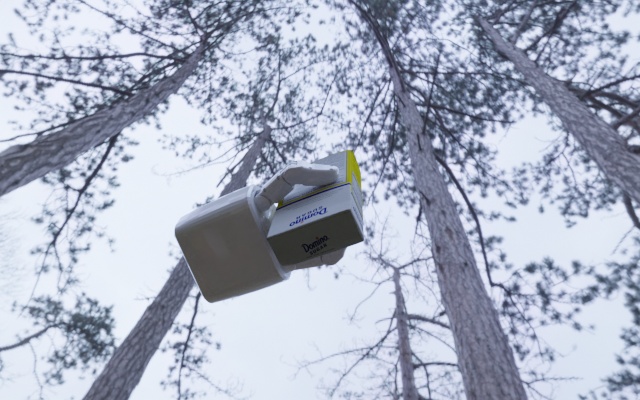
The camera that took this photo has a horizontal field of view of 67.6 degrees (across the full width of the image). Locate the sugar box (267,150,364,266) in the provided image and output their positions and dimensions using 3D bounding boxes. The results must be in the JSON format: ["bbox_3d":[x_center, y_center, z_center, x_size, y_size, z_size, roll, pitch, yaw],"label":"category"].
[{"bbox_3d":[0.000,0.002,0.547,0.093,0.048,0.176,-19,25,13],"label":"sugar box"}]
